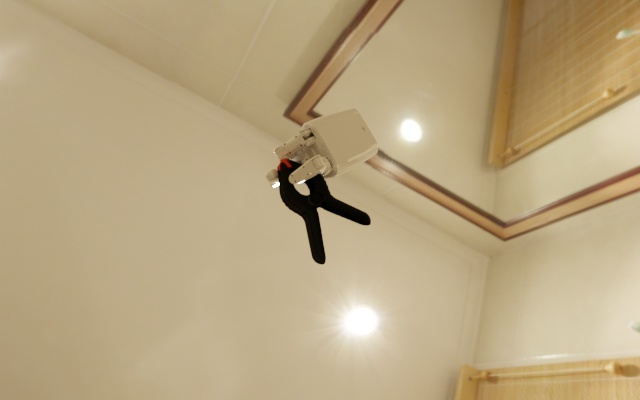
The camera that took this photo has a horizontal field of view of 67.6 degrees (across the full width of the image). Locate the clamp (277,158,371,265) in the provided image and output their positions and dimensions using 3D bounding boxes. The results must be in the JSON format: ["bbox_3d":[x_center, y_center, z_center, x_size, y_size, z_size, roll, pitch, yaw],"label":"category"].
[{"bbox_3d":[0.000,0.003,0.748,0.120,0.171,0.039,-27,-6,-34],"label":"clamp"}]
